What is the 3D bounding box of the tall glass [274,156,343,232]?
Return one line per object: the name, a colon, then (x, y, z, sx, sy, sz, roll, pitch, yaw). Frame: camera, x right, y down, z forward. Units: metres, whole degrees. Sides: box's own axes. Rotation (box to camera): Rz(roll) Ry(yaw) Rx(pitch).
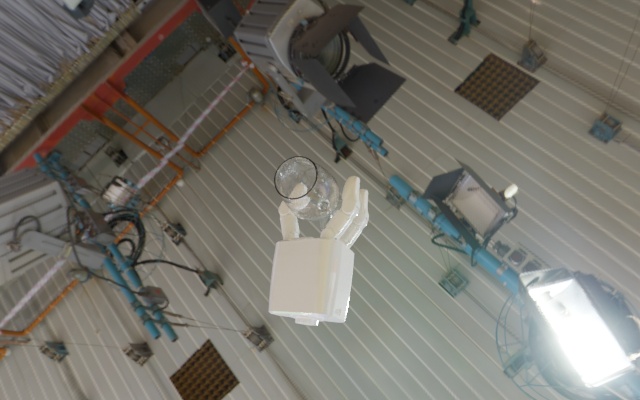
tall glass: (0.000, 0.002, 0.713, 0.079, 0.079, 0.201, 0, -20, 21)
